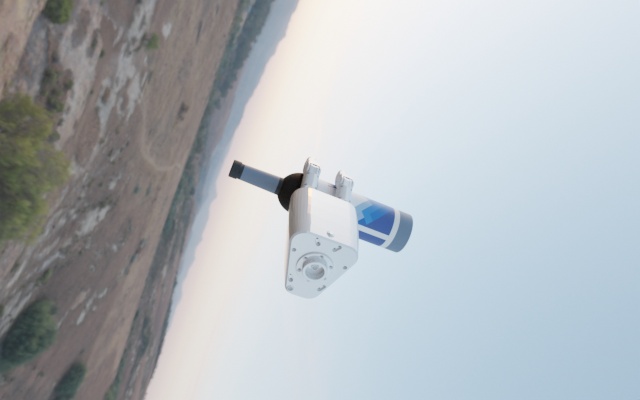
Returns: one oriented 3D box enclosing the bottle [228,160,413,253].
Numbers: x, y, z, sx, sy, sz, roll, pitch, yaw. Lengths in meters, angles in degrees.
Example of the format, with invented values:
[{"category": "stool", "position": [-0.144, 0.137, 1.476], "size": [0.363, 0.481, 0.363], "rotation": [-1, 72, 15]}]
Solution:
[{"category": "bottle", "position": [0.000, 0.003, 0.748], "size": [0.296, 0.069, 0.069], "rotation": [21, -5, -12]}]
